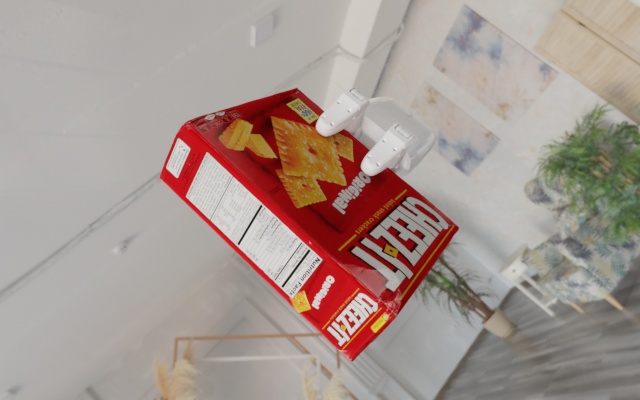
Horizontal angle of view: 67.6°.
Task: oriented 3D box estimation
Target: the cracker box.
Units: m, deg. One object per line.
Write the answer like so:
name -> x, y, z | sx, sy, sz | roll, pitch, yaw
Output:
cracker box -> 0.000, 0.001, 0.415 | 0.213, 0.072, 0.164 | 42, 36, 11
